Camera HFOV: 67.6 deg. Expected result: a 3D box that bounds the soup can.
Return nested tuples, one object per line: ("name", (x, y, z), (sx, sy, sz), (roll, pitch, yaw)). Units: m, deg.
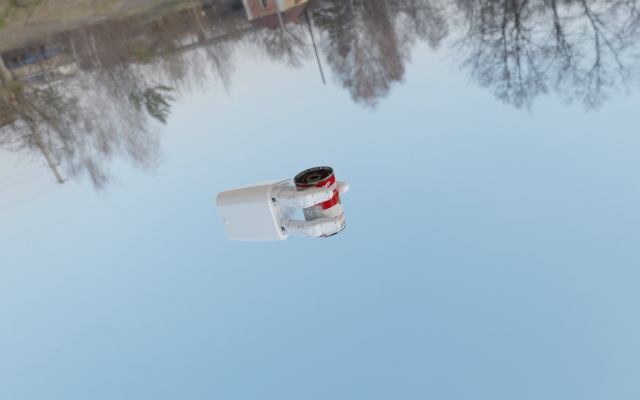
("soup can", (0.001, 0.003, 0.799), (0.068, 0.102, 0.068), (-13, 24, 6))
